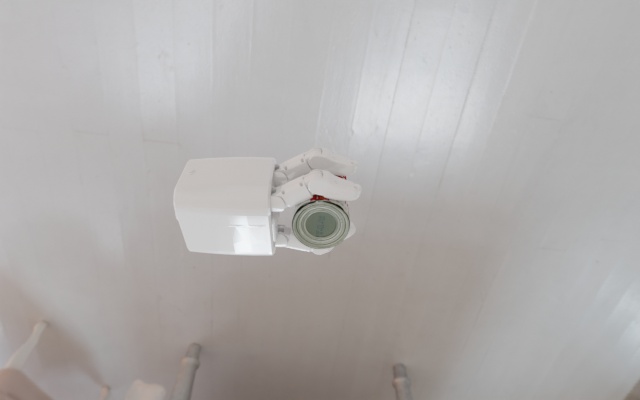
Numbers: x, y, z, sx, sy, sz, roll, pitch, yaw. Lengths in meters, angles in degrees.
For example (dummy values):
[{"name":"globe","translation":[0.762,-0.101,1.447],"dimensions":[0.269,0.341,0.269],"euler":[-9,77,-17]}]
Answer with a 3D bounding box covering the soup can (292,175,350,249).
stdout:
[{"name":"soup can","translation":[0.001,0.002,0.575],"dimensions":[0.068,0.068,0.102],"euler":[0,33,0]}]
